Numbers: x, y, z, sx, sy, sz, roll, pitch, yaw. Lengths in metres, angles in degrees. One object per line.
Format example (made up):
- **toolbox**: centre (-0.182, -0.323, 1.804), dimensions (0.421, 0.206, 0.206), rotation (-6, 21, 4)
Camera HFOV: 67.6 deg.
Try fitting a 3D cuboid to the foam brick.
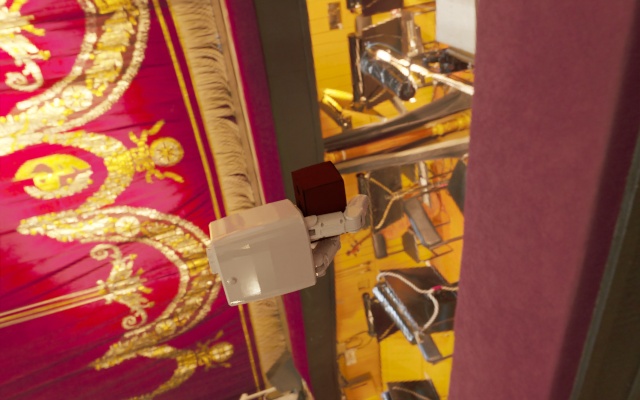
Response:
- **foam brick**: centre (0.000, 0.002, 0.573), dimensions (0.051, 0.078, 0.053), rotation (-14, 32, -11)
